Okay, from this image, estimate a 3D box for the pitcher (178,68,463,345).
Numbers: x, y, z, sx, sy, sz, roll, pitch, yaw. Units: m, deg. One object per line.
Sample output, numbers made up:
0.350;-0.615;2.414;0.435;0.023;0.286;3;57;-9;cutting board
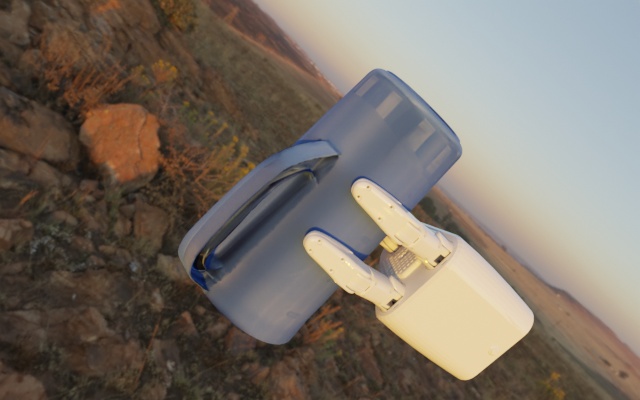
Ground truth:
0.000;0.001;0.425;0.145;0.243;0.149;42;11;-13;pitcher
